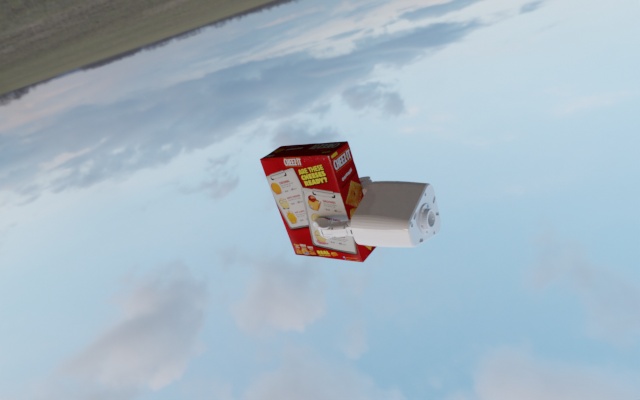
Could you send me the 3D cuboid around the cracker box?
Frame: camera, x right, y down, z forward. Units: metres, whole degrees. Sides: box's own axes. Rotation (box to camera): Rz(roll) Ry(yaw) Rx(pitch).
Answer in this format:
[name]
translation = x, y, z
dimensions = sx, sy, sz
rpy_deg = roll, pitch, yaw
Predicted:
[cracker box]
translation = 0.000, 0.003, 0.879
dimensions = 0.164, 0.214, 0.072
rpy_deg = 1, 30, 39
